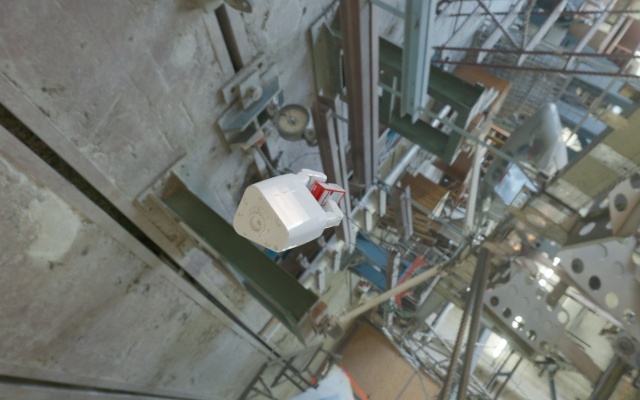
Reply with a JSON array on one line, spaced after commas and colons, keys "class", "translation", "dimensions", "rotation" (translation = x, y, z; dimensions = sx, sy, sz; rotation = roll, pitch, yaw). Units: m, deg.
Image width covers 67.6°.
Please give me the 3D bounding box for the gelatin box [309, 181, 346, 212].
[{"class": "gelatin box", "translation": [0.001, 0.003, 0.891], "dimensions": [0.030, 0.073, 0.089], "rotation": [39, 16, 25]}]
